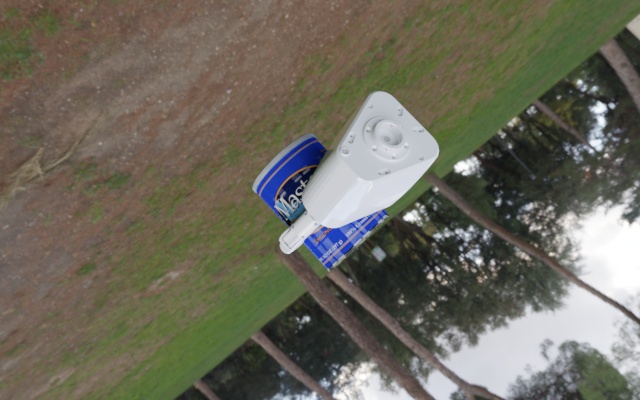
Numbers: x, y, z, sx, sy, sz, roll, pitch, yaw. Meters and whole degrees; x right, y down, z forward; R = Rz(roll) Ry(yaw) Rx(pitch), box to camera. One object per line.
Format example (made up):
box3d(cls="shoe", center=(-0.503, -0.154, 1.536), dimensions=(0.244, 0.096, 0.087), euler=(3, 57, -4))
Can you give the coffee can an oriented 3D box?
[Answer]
box3d(cls="coffee can", center=(0.000, 0.002, 0.592), dimensions=(0.103, 0.140, 0.103), euler=(-43, -6, -5))
